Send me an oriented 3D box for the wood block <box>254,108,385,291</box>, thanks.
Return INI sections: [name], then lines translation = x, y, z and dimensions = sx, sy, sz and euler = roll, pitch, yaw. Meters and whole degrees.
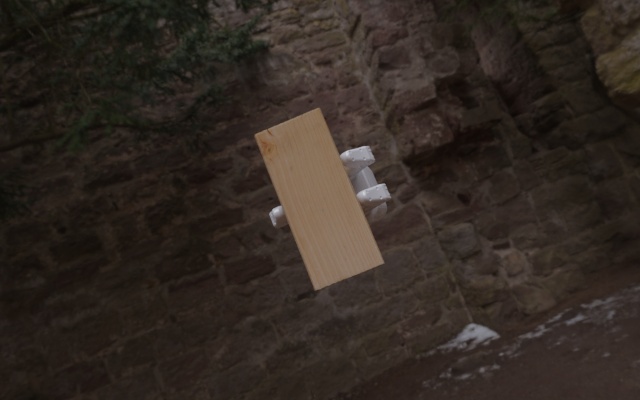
[wood block]
translation = 0.000, 0.002, 0.616
dimensions = 0.091, 0.206, 0.090
euler = -23, -9, 2
